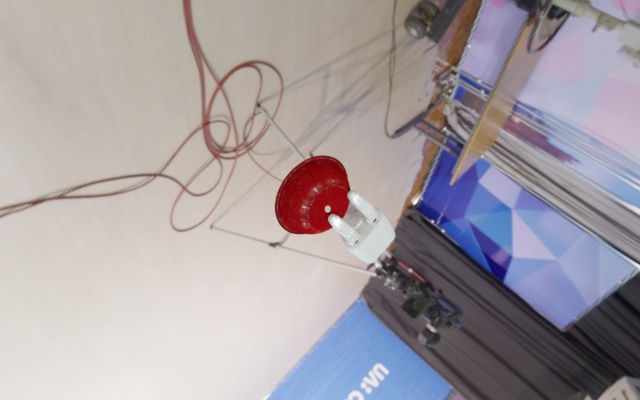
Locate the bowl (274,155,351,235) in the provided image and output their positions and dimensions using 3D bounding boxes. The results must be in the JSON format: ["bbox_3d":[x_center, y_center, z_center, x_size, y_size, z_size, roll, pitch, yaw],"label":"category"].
[{"bbox_3d":[0.000,0.003,0.856,0.162,0.162,0.055,0,26,-39],"label":"bowl"}]
